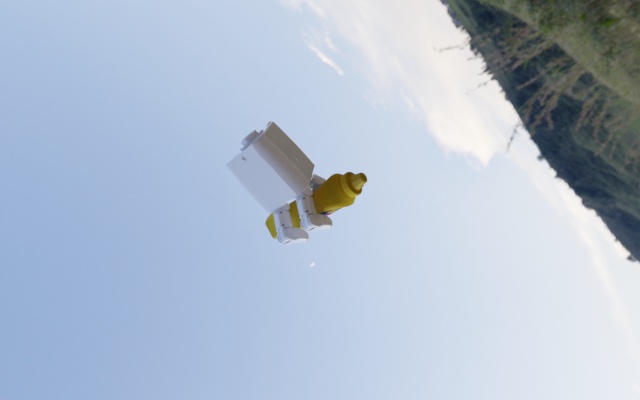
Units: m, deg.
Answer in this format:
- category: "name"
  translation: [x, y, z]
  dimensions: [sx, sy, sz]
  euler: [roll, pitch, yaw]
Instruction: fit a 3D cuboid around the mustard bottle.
- category: "mustard bottle"
  translation: [0.000, 0.003, 0.795]
  dimensions: [0.192, 0.058, 0.096]
  euler: [-31, -6, 36]
